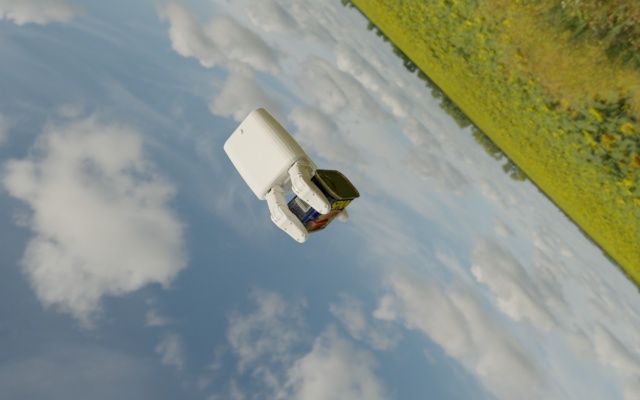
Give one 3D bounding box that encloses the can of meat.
[{"bbox_3d":[0.000,0.003,0.717,0.084,0.057,0.102,-45,-16,19],"label":"can of meat"}]
